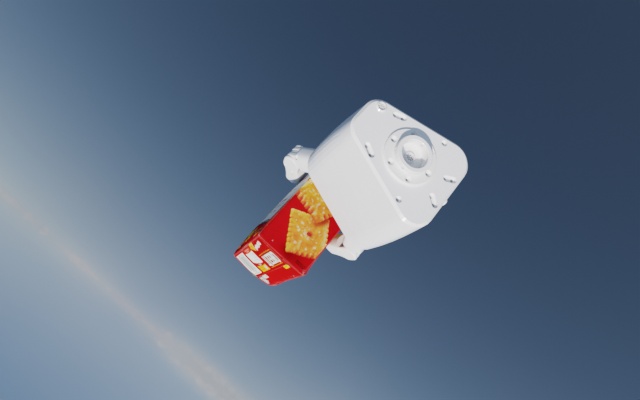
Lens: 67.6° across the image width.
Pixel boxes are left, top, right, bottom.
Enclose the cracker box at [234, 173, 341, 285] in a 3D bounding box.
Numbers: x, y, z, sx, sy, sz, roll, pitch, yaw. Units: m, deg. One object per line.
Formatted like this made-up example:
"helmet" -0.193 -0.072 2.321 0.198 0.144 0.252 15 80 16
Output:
"cracker box" 0.000 0.002 0.586 0.213 0.072 0.164 -48 4 -23
